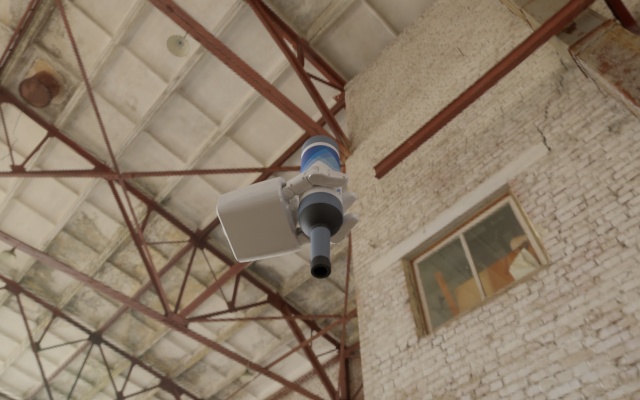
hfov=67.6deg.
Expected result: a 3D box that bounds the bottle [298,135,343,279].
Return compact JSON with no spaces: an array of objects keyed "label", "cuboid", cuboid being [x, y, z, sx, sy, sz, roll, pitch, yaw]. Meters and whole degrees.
[{"label":"bottle","cuboid":[0.000,0.002,0.729,0.069,0.069,0.295,0,37,0]}]
